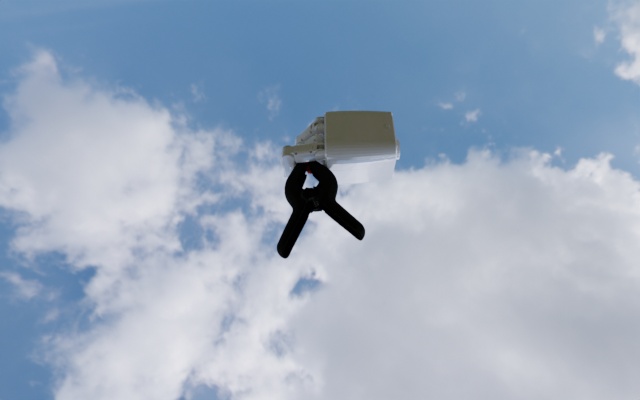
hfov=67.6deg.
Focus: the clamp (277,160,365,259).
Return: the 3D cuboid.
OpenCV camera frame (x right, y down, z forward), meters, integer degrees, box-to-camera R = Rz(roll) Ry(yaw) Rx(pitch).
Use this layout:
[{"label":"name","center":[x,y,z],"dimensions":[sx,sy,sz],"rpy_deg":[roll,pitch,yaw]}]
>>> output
[{"label":"clamp","center":[0.000,0.002,0.681],"dimensions":[0.120,0.171,0.039],"rpy_deg":[-3,-36,4]}]
